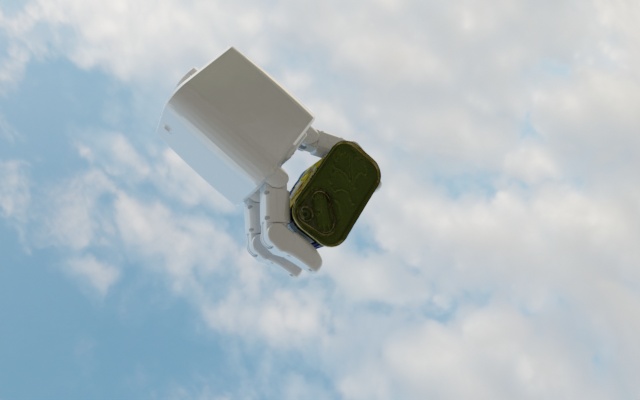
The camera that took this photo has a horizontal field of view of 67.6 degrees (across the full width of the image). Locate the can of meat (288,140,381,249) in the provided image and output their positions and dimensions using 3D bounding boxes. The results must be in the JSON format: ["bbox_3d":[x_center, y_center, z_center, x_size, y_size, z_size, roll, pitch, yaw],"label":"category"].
[{"bbox_3d":[0.000,0.002,0.466,0.057,0.102,0.084,39,-26,-12],"label":"can of meat"}]
